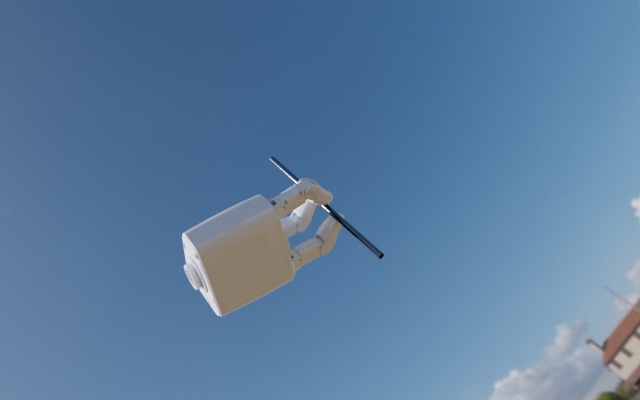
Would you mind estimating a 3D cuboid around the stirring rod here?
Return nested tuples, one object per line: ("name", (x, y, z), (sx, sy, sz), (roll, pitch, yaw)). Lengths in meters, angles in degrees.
("stirring rod", (0.000, 0.002, 0.633), (0.011, 0.011, 0.239), (0, 32, -45))
